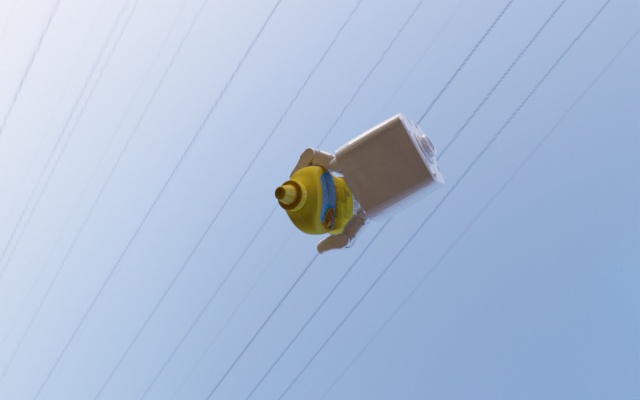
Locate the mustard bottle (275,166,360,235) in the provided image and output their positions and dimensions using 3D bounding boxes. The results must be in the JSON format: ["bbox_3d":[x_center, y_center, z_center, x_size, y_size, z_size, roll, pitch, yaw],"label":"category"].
[{"bbox_3d":[0.000,0.002,0.682,0.058,0.096,0.191,-4,-9,32],"label":"mustard bottle"}]
